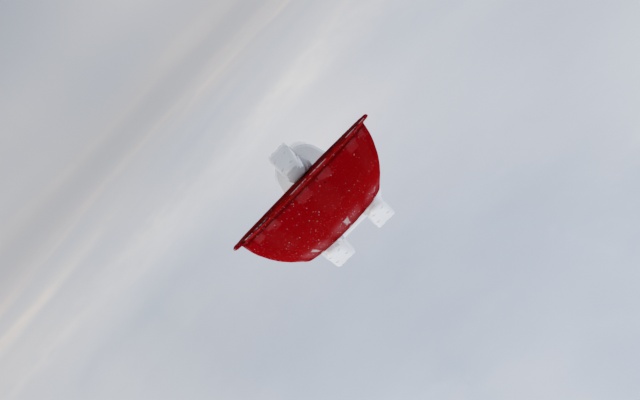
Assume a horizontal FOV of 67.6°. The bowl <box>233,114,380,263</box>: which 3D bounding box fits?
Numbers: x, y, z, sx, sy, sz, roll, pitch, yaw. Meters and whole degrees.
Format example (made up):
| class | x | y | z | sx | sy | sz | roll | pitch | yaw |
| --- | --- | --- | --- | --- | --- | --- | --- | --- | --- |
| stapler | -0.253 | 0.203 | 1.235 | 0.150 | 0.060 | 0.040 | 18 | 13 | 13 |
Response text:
| class | x | y | z | sx | sy | sz | roll | pitch | yaw |
| --- | --- | --- | --- | --- | --- | --- | --- | --- | --- |
| bowl | 0.000 | 0.002 | 0.413 | 0.055 | 0.162 | 0.162 | 45 | -4 | -4 |
